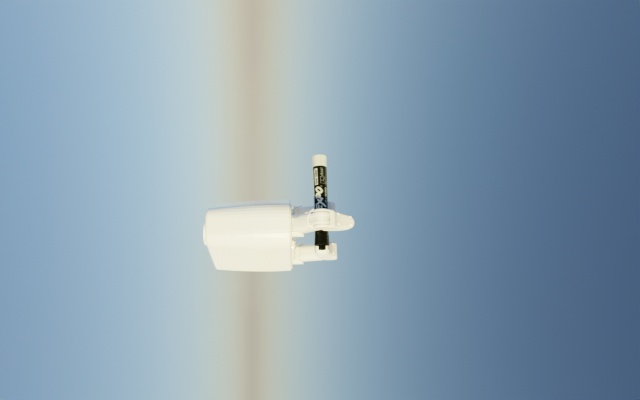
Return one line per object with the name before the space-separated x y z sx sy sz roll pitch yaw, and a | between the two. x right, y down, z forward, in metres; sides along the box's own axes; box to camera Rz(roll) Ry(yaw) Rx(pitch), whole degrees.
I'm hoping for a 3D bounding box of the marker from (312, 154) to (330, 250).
marker | 0.000 0.002 0.598 0.020 0.121 0.020 -2 -14 0
